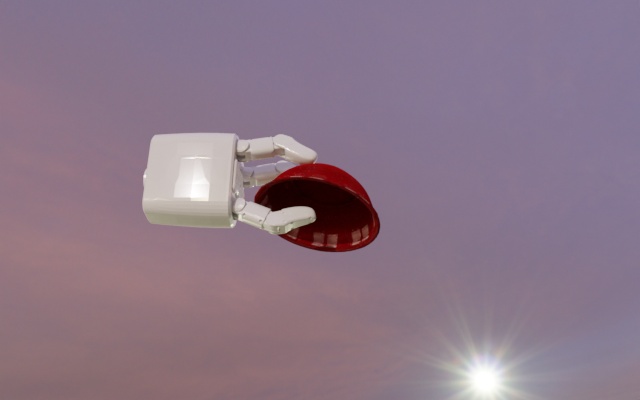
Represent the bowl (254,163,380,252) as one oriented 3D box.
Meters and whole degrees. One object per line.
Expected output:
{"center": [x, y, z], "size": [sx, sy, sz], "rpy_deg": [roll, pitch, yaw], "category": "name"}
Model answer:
{"center": [0.001, 0.002, 0.612], "size": [0.162, 0.055, 0.162], "rpy_deg": [10, -35, 7], "category": "bowl"}
